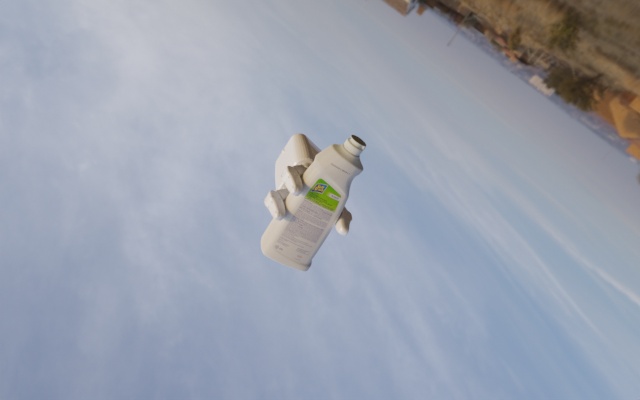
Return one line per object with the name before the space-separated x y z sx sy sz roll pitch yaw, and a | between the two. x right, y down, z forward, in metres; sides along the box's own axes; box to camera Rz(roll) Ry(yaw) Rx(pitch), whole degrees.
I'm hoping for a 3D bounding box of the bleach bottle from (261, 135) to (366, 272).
bleach bottle | 0.000 0.003 0.793 0.102 0.251 0.068 25 27 -22
